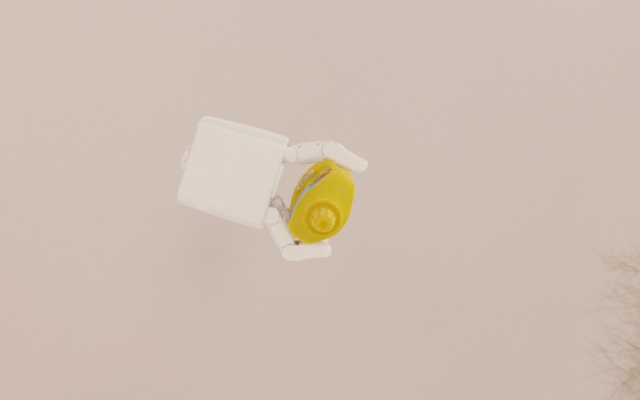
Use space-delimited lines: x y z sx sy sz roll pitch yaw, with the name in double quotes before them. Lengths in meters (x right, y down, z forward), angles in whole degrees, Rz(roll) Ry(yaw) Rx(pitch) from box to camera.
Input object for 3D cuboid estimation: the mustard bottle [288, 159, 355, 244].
"mustard bottle" 0.000 0.002 0.578 0.058 0.096 0.191 40 9 -9
